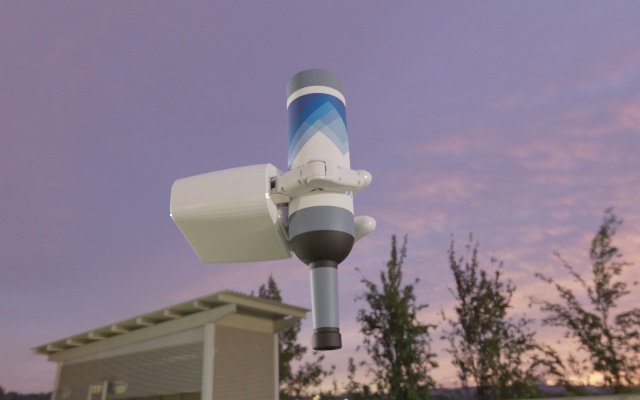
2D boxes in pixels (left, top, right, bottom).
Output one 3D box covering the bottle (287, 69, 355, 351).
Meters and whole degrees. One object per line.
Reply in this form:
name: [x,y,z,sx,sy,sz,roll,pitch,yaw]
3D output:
bottle: [0.000,0.001,0.496,0.069,0.295,0.069,-2,-24,-1]
